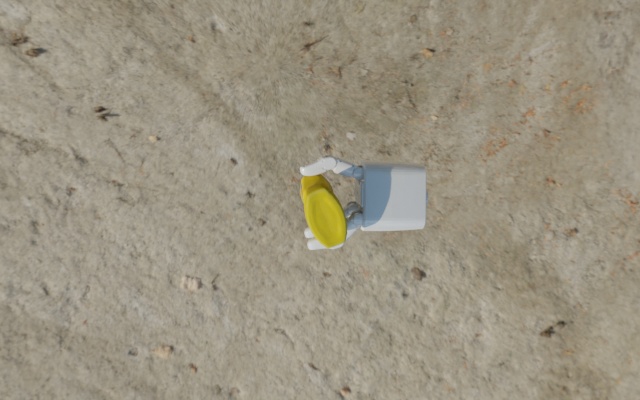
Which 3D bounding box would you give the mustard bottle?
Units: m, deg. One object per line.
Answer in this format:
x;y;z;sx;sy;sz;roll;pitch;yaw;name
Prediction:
0.000;0.003;0.797;0.058;0.096;0.191;-22;17;1;mustard bottle
